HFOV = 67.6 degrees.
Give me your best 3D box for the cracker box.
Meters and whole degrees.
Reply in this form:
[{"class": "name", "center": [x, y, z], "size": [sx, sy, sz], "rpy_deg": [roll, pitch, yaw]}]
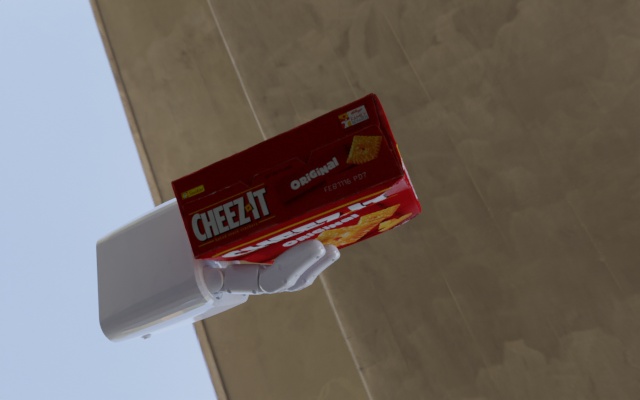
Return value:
[{"class": "cracker box", "center": [0.000, 0.001, 0.429], "size": [0.164, 0.072, 0.214], "rpy_deg": [-23, -13, 11]}]
